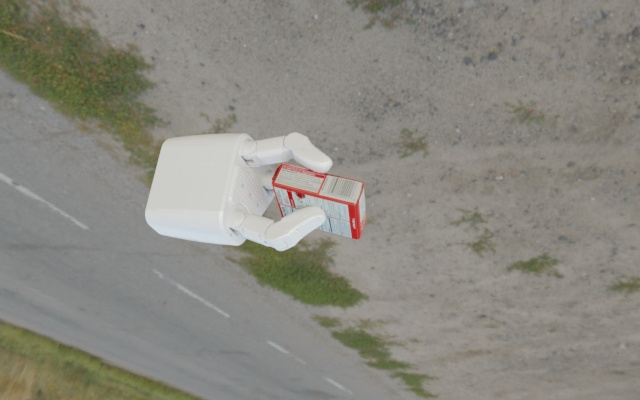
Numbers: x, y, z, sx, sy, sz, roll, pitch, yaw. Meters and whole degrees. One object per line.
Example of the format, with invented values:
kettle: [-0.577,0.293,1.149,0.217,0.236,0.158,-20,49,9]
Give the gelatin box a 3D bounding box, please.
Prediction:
gelatin box: [0.000,0.002,0.483,0.089,0.030,0.073,14,-29,15]
